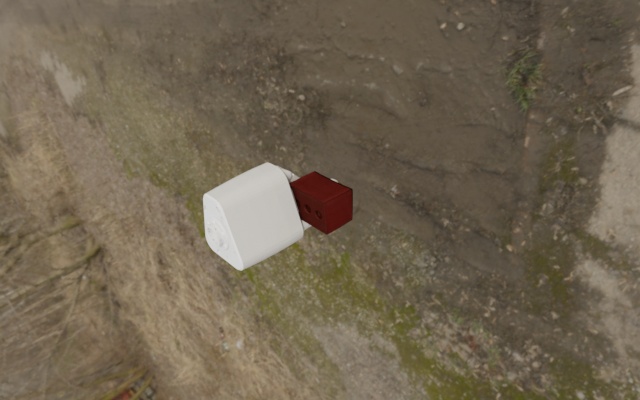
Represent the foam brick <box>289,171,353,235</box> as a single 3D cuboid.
[{"bbox_3d":[0.000,0.002,0.661,0.051,0.053,0.078,-28,39,-34],"label":"foam brick"}]
